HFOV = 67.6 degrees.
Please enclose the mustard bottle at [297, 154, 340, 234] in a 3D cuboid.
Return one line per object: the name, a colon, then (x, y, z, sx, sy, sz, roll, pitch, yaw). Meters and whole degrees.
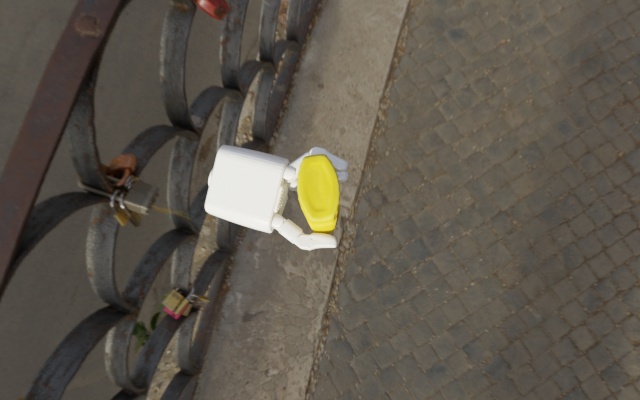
mustard bottle: (0.000, 0.002, 0.726, 0.058, 0.096, 0.192, -8, -13, 0)
